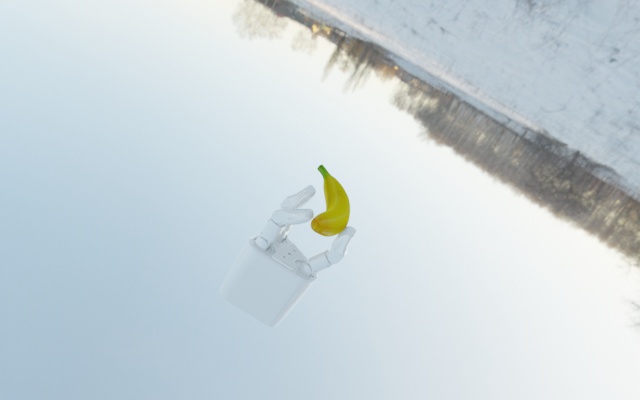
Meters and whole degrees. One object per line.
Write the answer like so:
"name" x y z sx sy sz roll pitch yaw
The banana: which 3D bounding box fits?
"banana" 0.015 0.011 0.709 0.069 0.037 0.197 35 21 -14
